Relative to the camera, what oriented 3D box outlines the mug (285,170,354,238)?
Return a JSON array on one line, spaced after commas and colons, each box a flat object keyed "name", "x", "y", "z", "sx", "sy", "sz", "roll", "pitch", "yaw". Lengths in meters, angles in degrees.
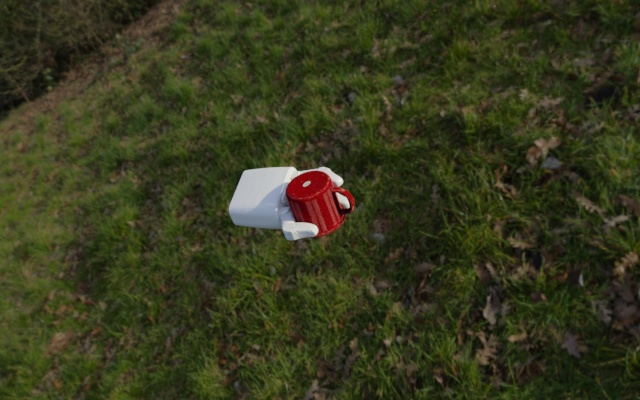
[{"name": "mug", "x": 0.001, "y": 0.003, "z": 0.814, "sx": 0.117, "sy": 0.082, "sz": 0.093, "roll": -1, "pitch": 40, "yaw": 25}]
